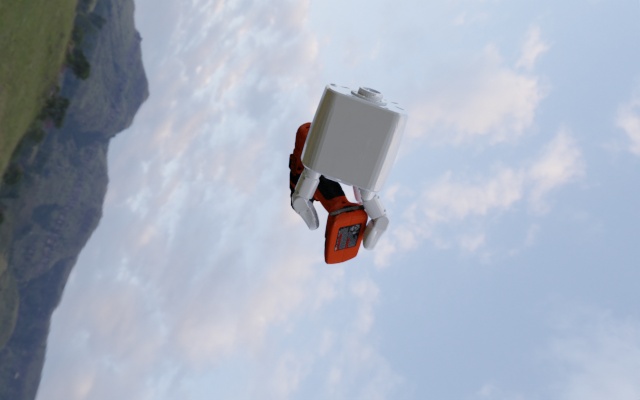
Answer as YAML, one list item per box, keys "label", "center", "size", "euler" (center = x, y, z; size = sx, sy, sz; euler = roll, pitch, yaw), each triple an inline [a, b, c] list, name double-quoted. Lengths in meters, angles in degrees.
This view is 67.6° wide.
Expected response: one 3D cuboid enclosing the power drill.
- label: "power drill"
  center: [0.000, 0.003, 0.729]
  size: [0.057, 0.187, 0.185]
  euler: [-14, -39, -19]
